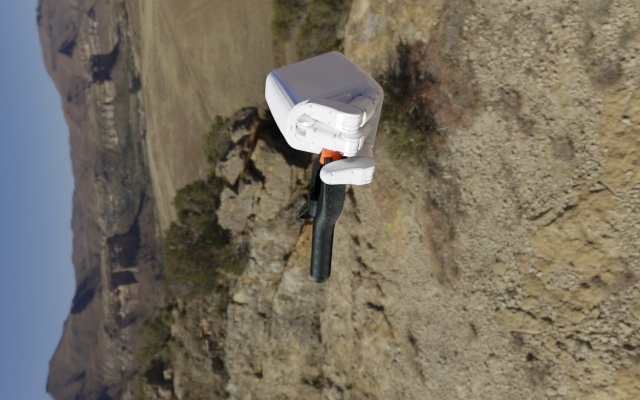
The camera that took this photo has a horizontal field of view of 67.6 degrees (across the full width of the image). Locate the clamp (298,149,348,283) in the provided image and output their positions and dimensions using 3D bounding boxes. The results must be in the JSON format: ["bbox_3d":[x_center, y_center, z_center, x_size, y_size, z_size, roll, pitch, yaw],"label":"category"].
[{"bbox_3d":[0.000,0.002,0.579,0.039,0.172,0.120,-2,37,-20],"label":"clamp"}]
